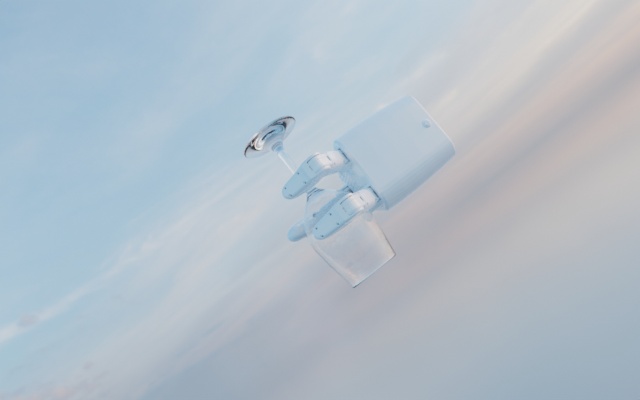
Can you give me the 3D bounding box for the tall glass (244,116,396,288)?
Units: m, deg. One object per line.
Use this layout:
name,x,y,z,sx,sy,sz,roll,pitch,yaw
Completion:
tall glass,0.000,0.001,0.547,0.079,0.201,0.079,-36,-11,-8
